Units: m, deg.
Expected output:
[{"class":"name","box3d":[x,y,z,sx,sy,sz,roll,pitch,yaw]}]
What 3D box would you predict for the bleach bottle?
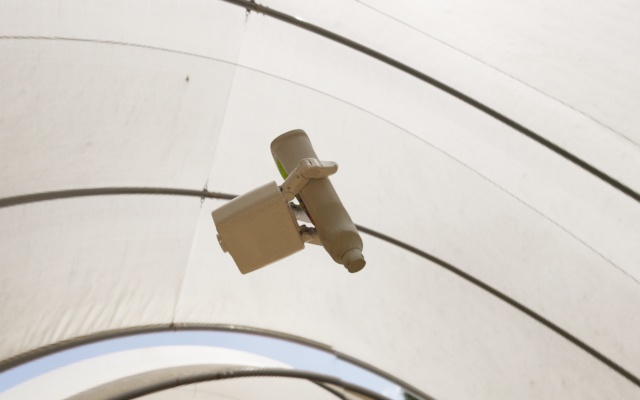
[{"class":"bleach bottle","box3d":[0.000,0.002,0.719,0.068,0.250,0.103,-25,-42,-6]}]
